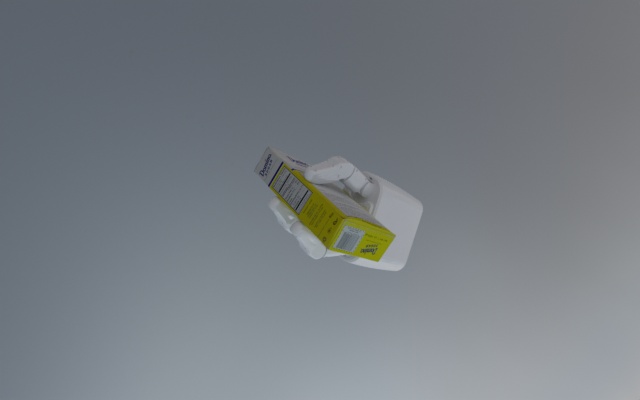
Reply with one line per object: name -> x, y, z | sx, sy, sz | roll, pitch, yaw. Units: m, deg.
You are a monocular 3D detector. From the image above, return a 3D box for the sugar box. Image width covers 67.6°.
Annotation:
sugar box -> 0.000, 0.002, 0.578 | 0.093, 0.048, 0.176 | 21, 14, -44
